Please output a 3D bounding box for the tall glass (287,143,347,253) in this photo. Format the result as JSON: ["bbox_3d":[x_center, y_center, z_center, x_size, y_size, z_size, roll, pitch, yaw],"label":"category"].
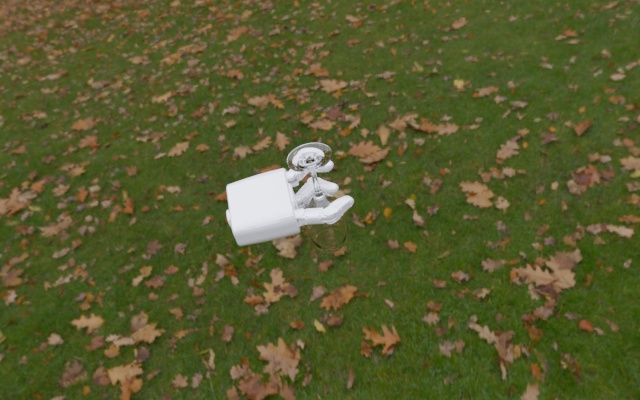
[{"bbox_3d":[0.000,0.002,0.824,0.079,0.201,0.079,-8,42,7],"label":"tall glass"}]
